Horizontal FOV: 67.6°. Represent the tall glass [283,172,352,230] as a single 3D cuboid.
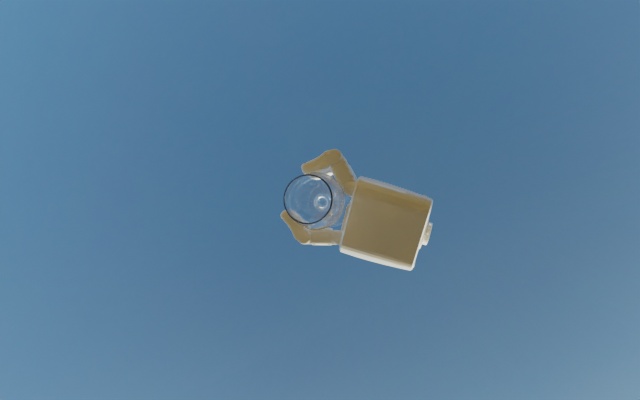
[{"bbox_3d":[0.000,0.002,0.680,0.079,0.079,0.201,0,-2,9],"label":"tall glass"}]
